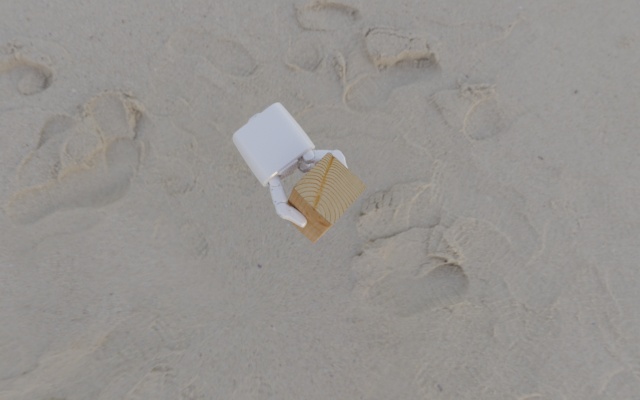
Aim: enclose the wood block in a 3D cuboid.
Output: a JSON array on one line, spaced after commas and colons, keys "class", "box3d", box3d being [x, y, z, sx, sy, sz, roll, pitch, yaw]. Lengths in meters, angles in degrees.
[{"class": "wood block", "box3d": [0.000, 0.003, 0.872, 0.090, 0.091, 0.206, 43, -16, 3]}]
